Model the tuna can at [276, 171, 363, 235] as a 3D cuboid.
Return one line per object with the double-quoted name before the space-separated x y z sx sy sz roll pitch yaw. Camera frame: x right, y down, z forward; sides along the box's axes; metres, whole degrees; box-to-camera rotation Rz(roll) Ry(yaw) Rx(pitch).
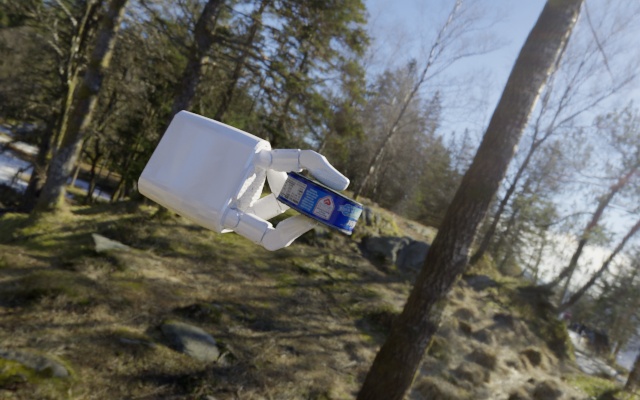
"tuna can" 0.000 0.001 0.492 0.086 0.034 0.086 26 2 -1
